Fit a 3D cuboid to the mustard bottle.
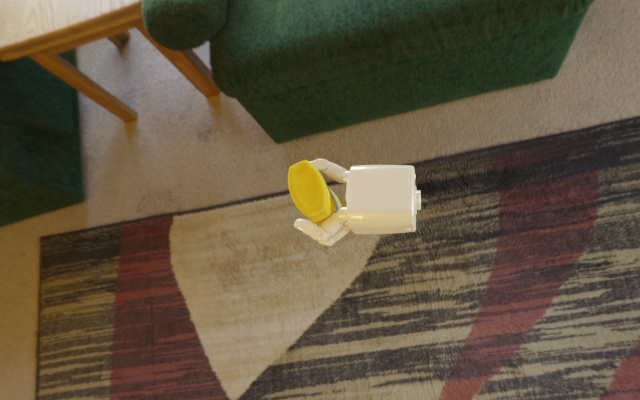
[{"bbox_3d":[0.000,0.003,0.836,0.058,0.096,0.192,-25,-19,6],"label":"mustard bottle"}]
